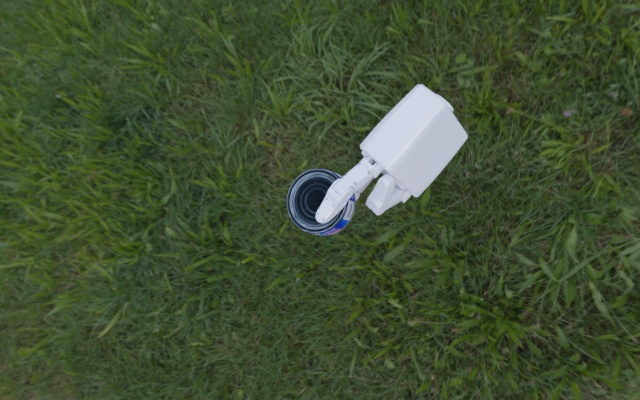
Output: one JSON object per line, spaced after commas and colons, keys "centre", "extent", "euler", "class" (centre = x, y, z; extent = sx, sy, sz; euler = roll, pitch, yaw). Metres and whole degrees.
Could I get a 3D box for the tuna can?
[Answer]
{"centre": [0.000, 0.002, 0.620], "extent": [0.086, 0.086, 0.034], "euler": [0, -7, 22], "class": "tuna can"}
